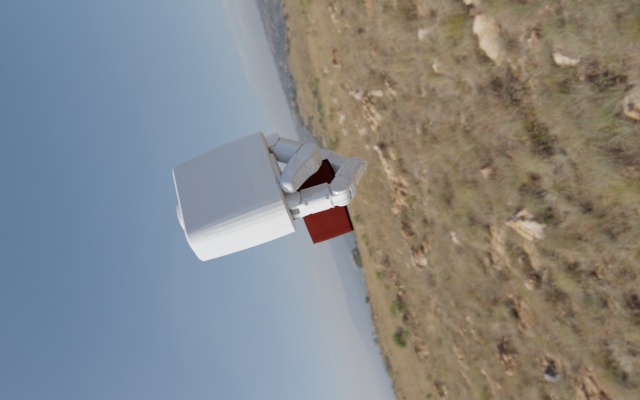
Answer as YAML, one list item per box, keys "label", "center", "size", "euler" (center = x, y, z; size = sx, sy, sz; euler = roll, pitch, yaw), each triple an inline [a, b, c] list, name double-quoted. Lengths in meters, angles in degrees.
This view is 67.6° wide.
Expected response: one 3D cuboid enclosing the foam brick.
- label: "foam brick"
  center: [0.000, 0.002, 0.550]
  size: [0.051, 0.078, 0.053]
  euler: [-22, 45, -2]
